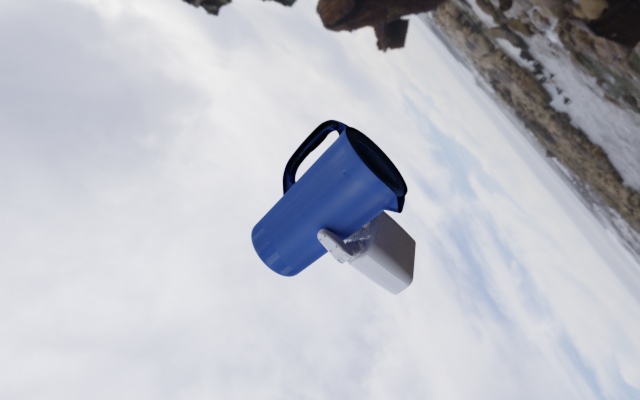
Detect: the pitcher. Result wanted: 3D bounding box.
[{"bbox_3d":[0.000,0.003,0.747,0.145,0.243,0.149,38,24,-23],"label":"pitcher"}]
